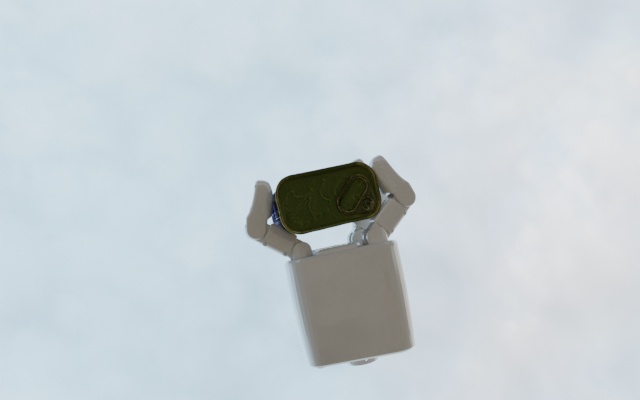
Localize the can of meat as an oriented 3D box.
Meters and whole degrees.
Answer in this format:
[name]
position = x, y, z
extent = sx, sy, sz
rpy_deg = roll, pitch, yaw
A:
[can of meat]
position = 0.000, 0.002, 0.494
extent = 0.102, 0.057, 0.084
rpy_deg = -13, -4, -14
